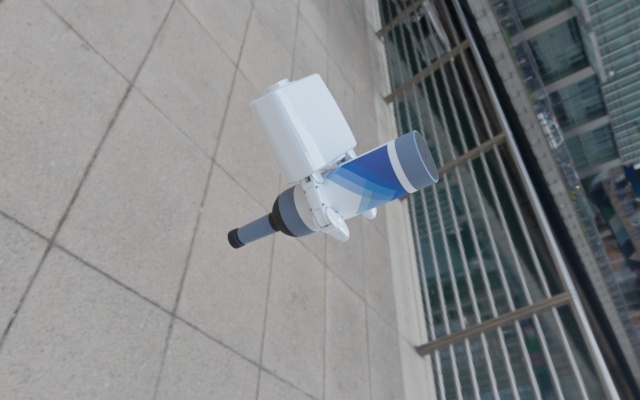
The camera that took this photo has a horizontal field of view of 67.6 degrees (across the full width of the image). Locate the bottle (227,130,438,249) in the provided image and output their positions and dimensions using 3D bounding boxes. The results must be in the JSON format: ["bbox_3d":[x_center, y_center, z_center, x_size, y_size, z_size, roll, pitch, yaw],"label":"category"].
[{"bbox_3d":[0.000,0.002,0.615,0.296,0.069,0.069,-24,-10,24],"label":"bottle"}]
